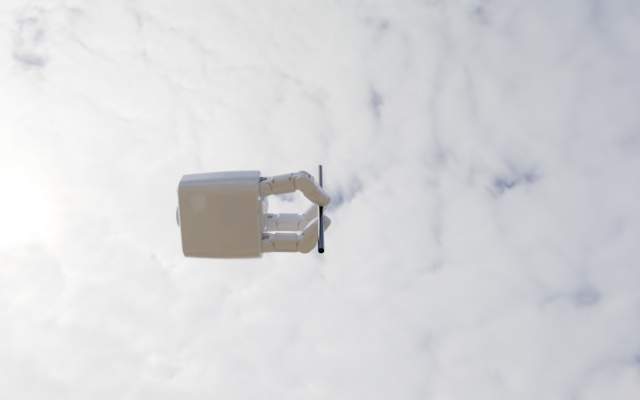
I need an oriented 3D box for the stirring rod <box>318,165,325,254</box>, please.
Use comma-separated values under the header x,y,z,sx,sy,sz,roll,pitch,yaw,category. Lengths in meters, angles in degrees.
x,y,z,sx,sy,sz,roll,pitch,yaw,category
0.000,0.002,0.651,0.011,0.011,0.239,0,27,0,stirring rod
